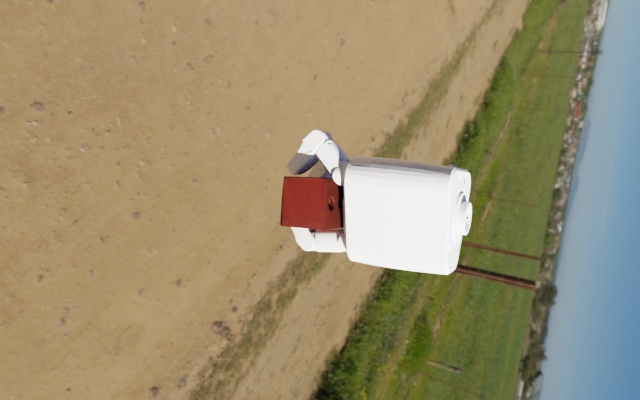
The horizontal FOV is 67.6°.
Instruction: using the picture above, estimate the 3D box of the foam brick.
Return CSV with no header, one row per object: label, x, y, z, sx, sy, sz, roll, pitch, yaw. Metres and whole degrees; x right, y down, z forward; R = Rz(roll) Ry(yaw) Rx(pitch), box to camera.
foam brick,0.000,0.002,0.511,0.051,0.053,0.078,4,3,28
